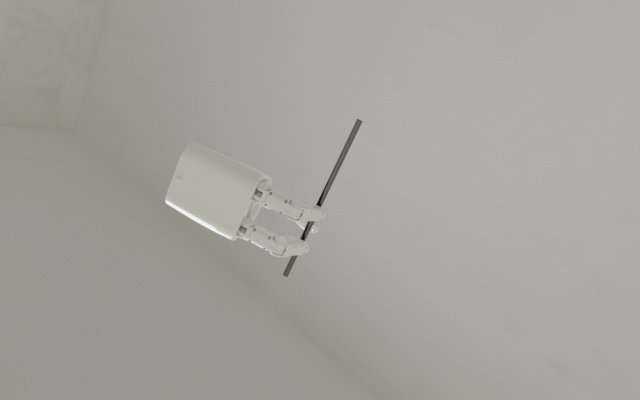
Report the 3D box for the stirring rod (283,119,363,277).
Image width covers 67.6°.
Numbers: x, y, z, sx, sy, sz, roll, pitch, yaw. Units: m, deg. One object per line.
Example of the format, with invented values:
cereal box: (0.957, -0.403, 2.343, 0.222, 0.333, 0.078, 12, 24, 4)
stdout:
stirring rod: (0.000, 0.002, 0.640, 0.011, 0.239, 0.011, 23, 18, -8)
